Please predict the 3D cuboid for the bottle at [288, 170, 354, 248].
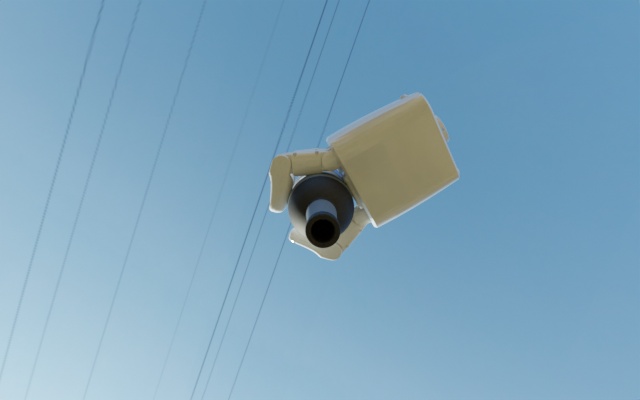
[{"bbox_3d":[0.000,0.002,0.511,0.069,0.069,0.295,0,9,-1],"label":"bottle"}]
